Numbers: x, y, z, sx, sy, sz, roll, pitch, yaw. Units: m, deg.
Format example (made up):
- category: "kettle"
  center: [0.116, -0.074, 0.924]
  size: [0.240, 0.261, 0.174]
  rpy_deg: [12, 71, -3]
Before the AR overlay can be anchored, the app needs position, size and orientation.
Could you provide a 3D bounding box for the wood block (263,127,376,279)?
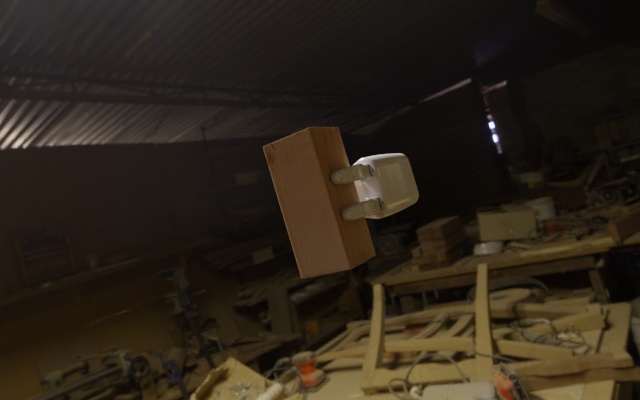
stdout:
- category: "wood block"
  center: [0.000, 0.002, 0.721]
  size: [0.091, 0.206, 0.090]
  rpy_deg: [-17, -1, 31]
